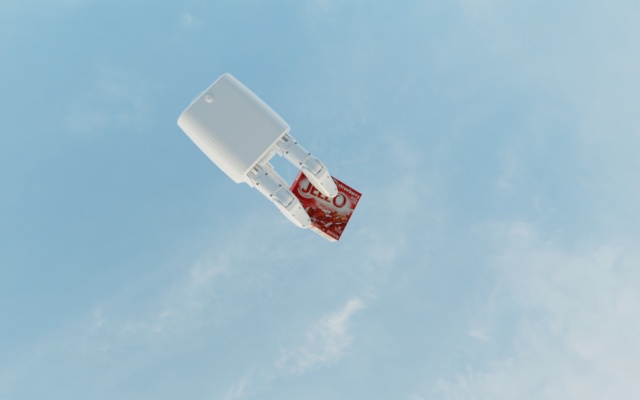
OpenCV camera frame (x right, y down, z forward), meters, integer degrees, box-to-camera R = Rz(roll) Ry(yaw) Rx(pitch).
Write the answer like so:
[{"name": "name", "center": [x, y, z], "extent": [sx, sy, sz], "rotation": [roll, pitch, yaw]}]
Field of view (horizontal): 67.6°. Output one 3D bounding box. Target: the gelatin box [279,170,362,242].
[{"name": "gelatin box", "center": [0.000, 0.002, 0.636], "extent": [0.089, 0.073, 0.030], "rotation": [31, -14, -12]}]
